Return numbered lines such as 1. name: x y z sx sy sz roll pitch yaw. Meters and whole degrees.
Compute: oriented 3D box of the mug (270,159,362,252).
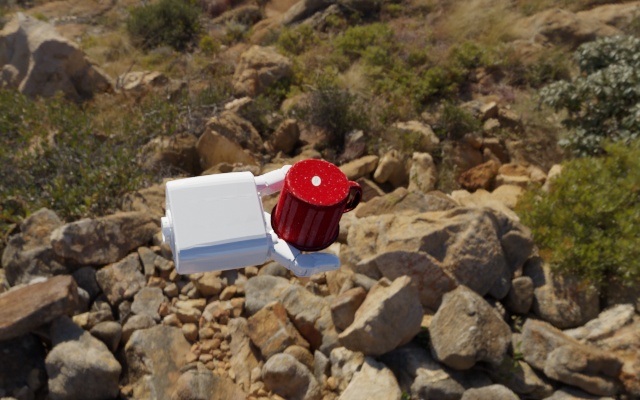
1. mug: 0.001 0.002 0.598 0.117 0.093 0.082 -7 -38 -22
